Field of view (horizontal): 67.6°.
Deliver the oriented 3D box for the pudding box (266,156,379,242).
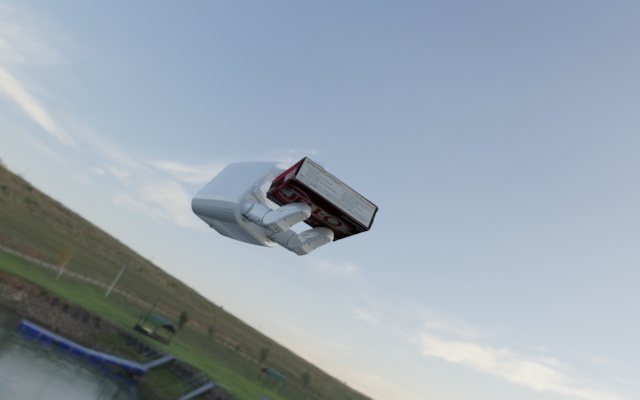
[{"bbox_3d":[0.000,0.002,0.582,0.113,0.039,0.090,32,-24,-16],"label":"pudding box"}]
